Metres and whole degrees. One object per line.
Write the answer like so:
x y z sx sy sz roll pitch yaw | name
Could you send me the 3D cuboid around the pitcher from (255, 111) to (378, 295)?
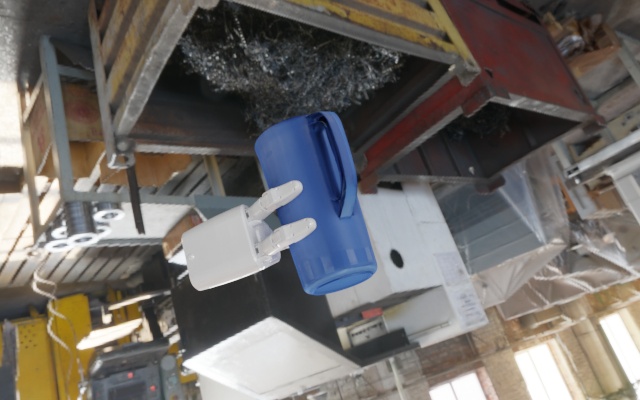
0.000 0.002 0.688 0.145 0.242 0.149 -22 -20 10 | pitcher
